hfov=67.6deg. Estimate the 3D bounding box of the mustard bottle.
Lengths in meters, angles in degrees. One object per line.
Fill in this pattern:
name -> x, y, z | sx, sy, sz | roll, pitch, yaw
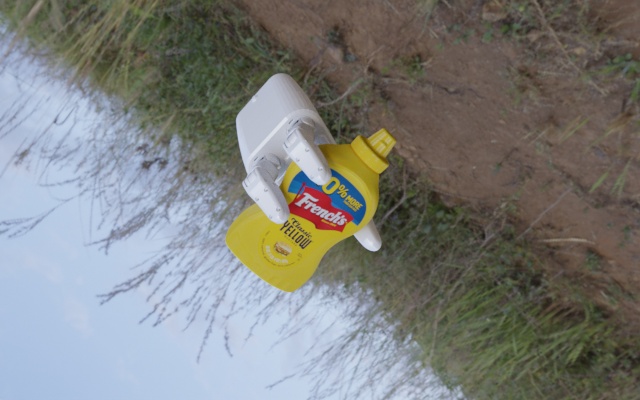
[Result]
mustard bottle -> 0.000, 0.002, 0.476 | 0.096, 0.192, 0.058 | 42, 17, -13
